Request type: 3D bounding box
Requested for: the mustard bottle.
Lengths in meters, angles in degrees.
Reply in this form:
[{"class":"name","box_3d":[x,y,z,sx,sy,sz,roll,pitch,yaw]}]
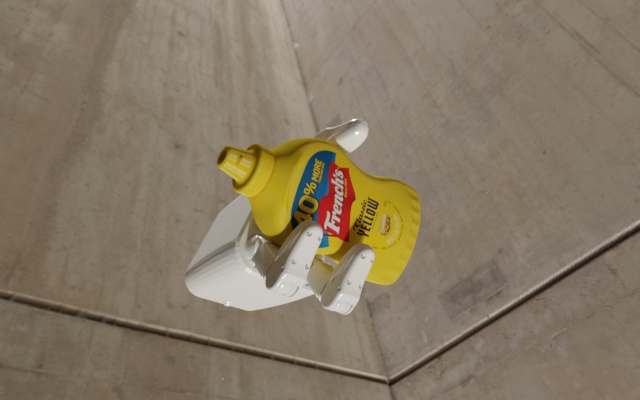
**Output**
[{"class":"mustard bottle","box_3d":[0.000,0.001,0.404,0.192,0.096,0.058,25,-11,-33]}]
